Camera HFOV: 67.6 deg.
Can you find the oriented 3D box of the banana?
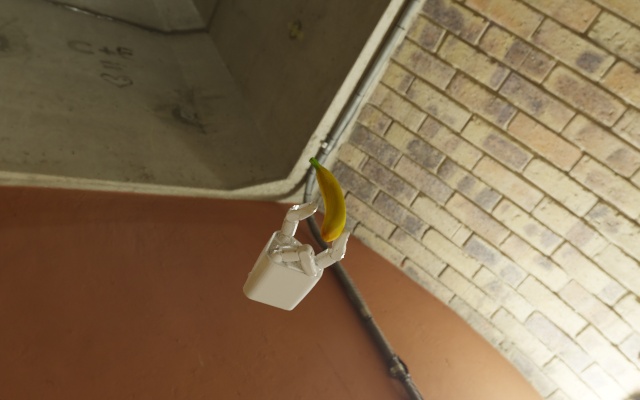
[{"bbox_3d":[0.015,0.006,0.841,0.070,0.197,0.037,21,-54,-29],"label":"banana"}]
